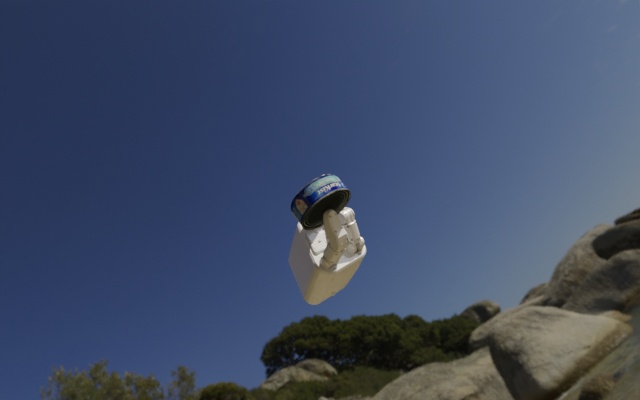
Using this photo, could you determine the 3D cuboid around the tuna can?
[{"bbox_3d":[0.000,0.002,0.688,0.086,0.033,0.086,-31,-24,-16],"label":"tuna can"}]
